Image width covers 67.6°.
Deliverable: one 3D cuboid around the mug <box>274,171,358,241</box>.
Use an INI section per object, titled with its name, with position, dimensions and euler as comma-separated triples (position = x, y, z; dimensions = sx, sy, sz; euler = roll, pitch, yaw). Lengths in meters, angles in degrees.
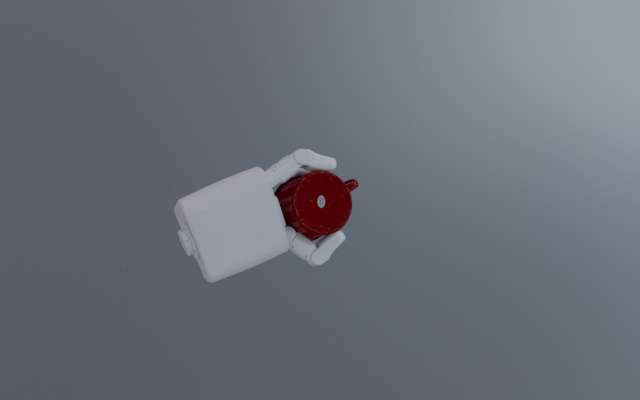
[mug]
position = 0.001, 0.002, 0.630
dimensions = 0.117, 0.093, 0.081
euler = -26, 3, -22
